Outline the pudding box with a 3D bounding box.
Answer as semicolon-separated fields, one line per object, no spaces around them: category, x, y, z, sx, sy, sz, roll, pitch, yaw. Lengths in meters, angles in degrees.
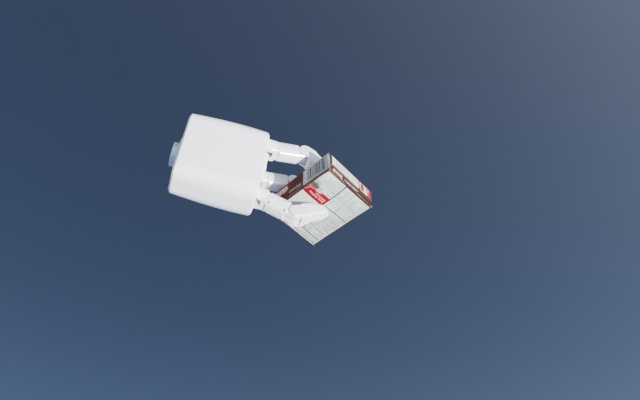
pudding box;0.000;0.002;0.652;0.113;0.039;0.090;-34;-57;26
